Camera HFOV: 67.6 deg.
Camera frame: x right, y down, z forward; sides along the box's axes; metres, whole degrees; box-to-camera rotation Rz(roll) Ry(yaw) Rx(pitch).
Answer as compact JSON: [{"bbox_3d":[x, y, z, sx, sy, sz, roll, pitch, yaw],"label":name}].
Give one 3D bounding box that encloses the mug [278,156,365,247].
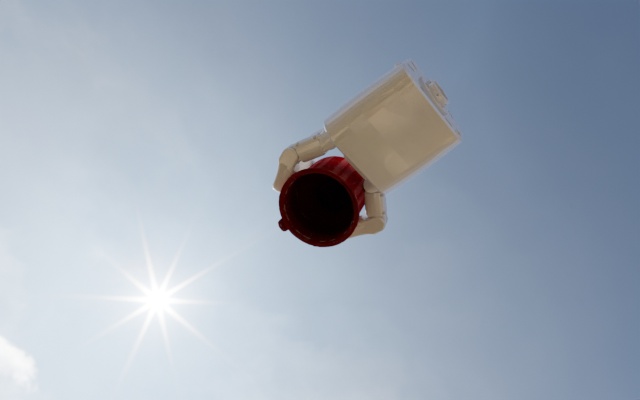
[{"bbox_3d":[-0.001,0.003,0.563,0.117,0.093,0.081,-33,6,26],"label":"mug"}]
